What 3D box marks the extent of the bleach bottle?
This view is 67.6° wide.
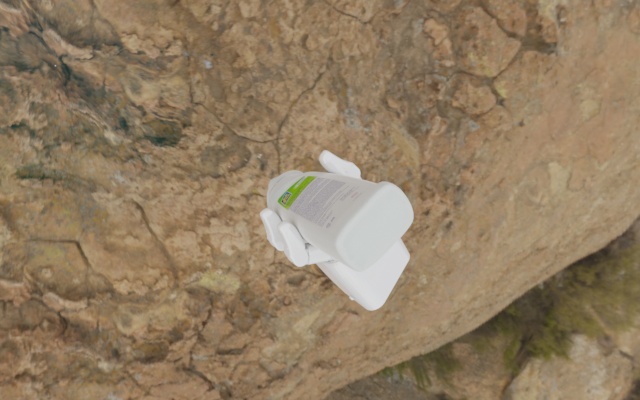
[{"bbox_3d":[0.000,0.002,0.608,0.068,0.102,0.250,51,-12,-29],"label":"bleach bottle"}]
